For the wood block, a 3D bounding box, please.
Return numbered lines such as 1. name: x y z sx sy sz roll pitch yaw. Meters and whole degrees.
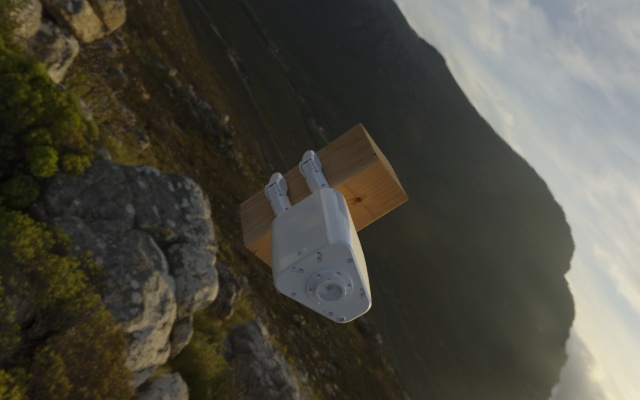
1. wood block: 0.000 0.002 0.652 0.206 0.090 0.091 -33 -50 13
